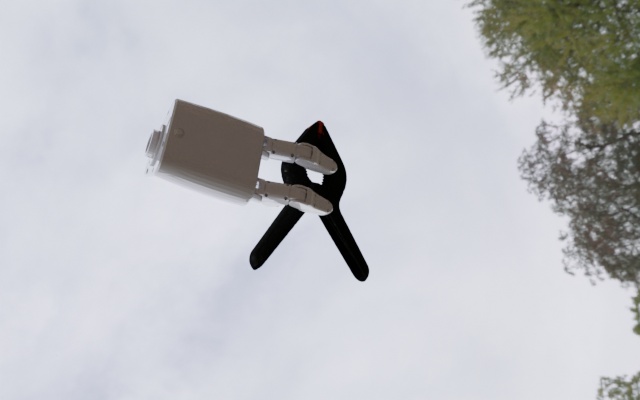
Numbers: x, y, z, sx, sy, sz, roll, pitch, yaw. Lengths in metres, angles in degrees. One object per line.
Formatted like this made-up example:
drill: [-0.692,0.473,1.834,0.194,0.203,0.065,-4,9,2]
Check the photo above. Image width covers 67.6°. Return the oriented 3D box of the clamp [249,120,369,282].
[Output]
clamp: [0.000,0.002,0.608,0.164,0.210,0.036,19,-24,-29]
